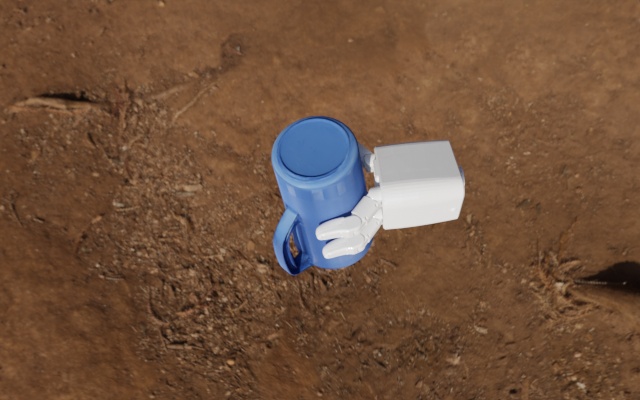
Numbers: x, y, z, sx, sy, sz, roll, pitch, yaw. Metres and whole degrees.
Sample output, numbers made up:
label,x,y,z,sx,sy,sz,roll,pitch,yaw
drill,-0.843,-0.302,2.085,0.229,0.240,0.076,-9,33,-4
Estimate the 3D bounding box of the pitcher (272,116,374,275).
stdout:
label,x,y,z,sx,sy,sz,roll,pitch,yaw
pitcher,0.000,0.002,0.675,0.145,0.149,0.243,-6,-29,5
